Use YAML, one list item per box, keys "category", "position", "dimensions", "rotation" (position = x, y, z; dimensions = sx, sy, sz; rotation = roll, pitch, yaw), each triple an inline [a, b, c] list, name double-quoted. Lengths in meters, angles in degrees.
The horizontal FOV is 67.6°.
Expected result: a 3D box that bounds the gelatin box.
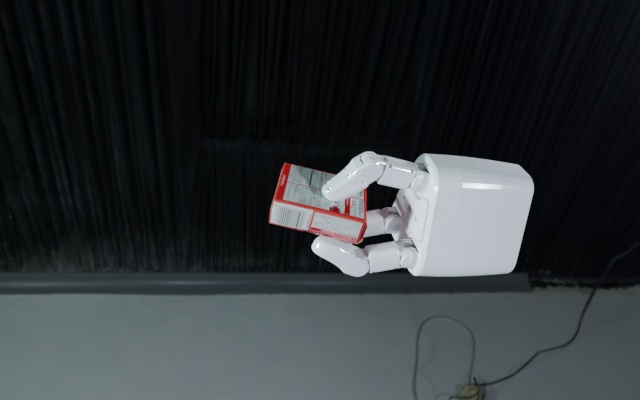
- category: "gelatin box"
  position: [0.000, 0.001, 0.462]
  dimensions: [0.089, 0.030, 0.073]
  rotation: [13, 32, -4]
